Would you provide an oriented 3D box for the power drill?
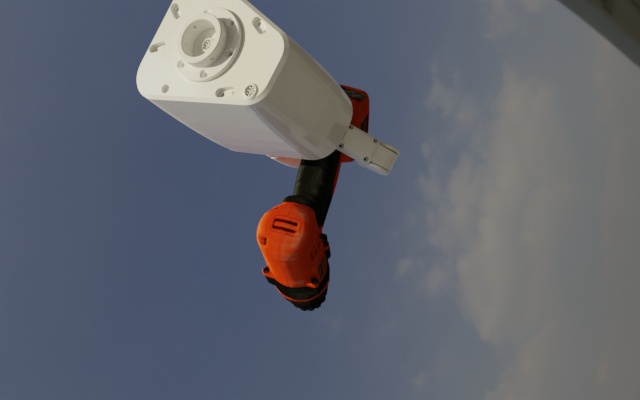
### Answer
[{"bbox_3d":[0.000,0.001,0.450,0.057,0.187,0.184,11,-25,8],"label":"power drill"}]
